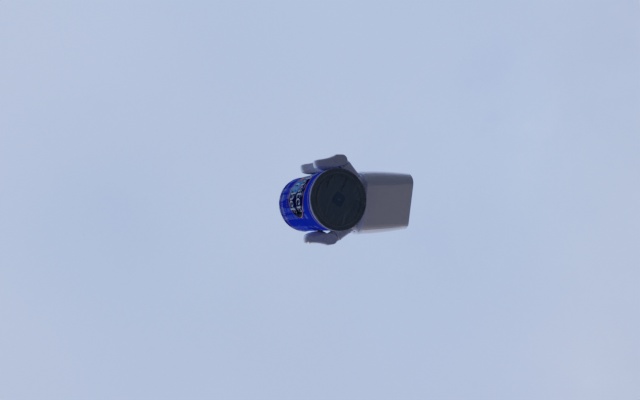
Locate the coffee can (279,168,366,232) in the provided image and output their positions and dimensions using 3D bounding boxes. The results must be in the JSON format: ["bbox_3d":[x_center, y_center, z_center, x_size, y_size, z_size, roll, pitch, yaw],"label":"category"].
[{"bbox_3d":[0.000,0.003,0.829,0.103,0.103,0.140,0,-4,-26],"label":"coffee can"}]
